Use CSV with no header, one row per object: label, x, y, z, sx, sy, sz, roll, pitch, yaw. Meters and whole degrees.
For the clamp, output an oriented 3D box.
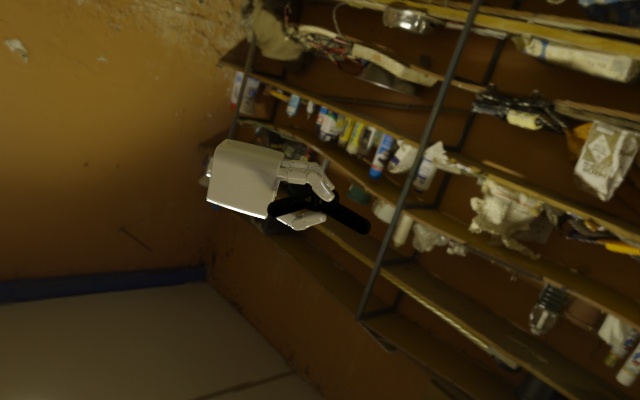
clamp,0.000,0.003,0.819,0.164,0.036,0.210,14,17,-4
